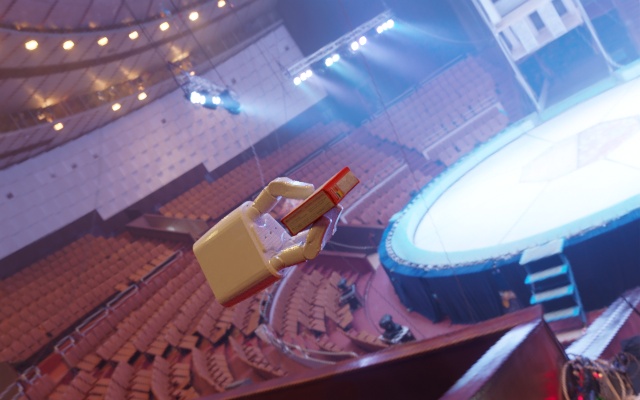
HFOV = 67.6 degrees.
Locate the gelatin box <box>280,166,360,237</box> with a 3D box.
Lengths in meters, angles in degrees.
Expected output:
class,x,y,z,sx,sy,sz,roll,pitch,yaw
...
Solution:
class,x,y,z,sx,sy,sz,roll,pitch,yaw
gelatin box,0.000,0.001,0.612,0.089,0.030,0.073,-38,3,37
